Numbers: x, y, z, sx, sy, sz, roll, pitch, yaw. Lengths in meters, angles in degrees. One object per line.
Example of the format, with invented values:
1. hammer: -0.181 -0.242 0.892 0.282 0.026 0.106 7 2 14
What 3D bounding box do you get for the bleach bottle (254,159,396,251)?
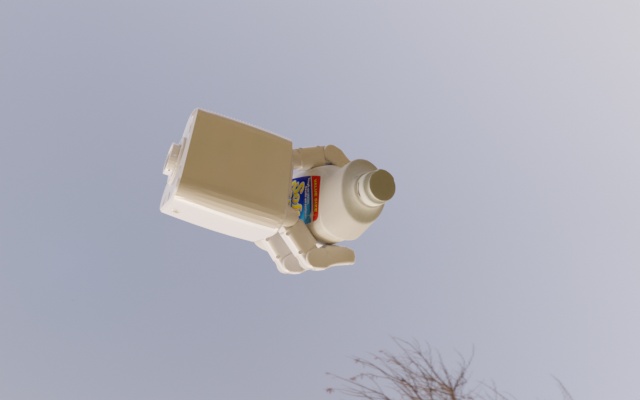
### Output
1. bleach bottle: 0.000 0.002 0.528 0.068 0.102 0.251 20 -19 -22
